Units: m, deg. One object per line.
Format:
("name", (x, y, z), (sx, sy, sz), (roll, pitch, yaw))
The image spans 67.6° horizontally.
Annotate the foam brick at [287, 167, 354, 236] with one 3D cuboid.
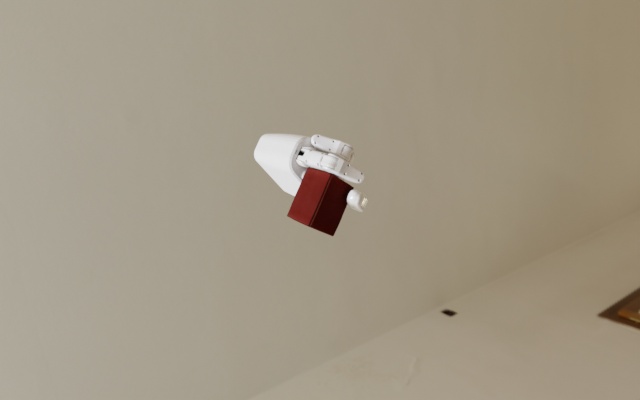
("foam brick", (0.000, 0.002, 0.663), (0.051, 0.078, 0.053), (18, -8, 45))
